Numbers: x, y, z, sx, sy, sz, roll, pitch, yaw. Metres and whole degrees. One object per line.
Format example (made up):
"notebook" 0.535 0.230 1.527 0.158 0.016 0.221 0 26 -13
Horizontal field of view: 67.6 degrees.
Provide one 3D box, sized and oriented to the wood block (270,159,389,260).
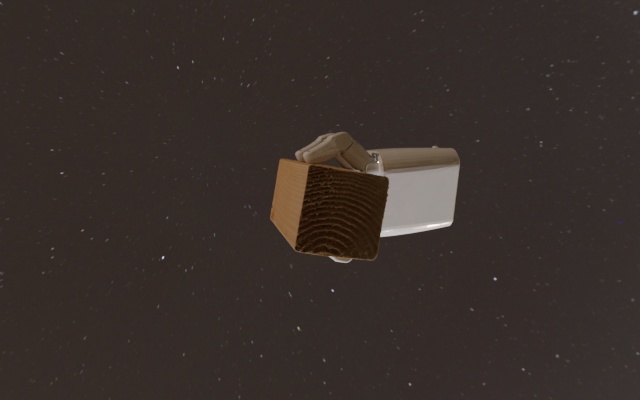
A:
"wood block" 0.000 0.002 0.582 0.090 0.091 0.206 8 5 -13
